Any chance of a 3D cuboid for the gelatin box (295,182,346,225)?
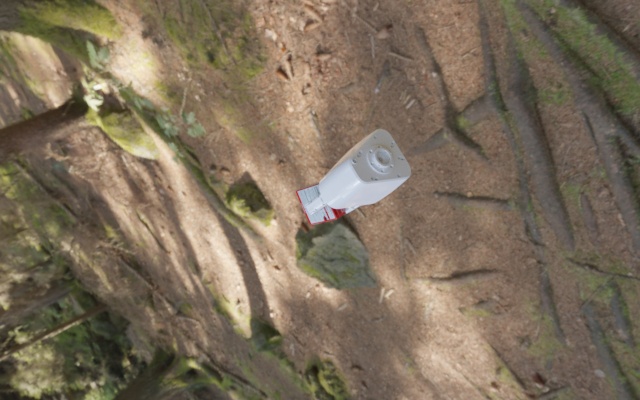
[{"bbox_3d":[0.000,0.003,0.896,0.030,0.073,0.089,-28,7,-37],"label":"gelatin box"}]
